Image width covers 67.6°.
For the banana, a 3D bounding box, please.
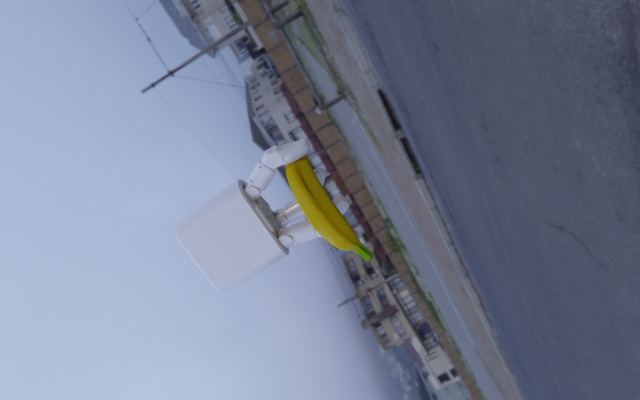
[{"bbox_3d":[-0.007,-0.004,0.584,0.037,0.197,0.070,-37,-38,7],"label":"banana"}]
